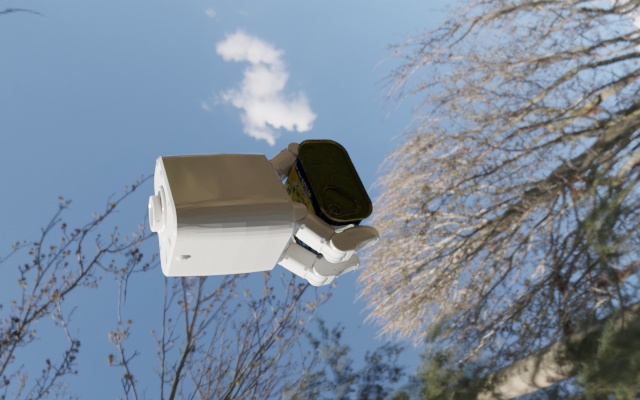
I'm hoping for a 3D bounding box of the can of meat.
[{"bbox_3d":[0.000,0.002,0.500,0.057,0.102,0.084,-5,-34,-29],"label":"can of meat"}]
